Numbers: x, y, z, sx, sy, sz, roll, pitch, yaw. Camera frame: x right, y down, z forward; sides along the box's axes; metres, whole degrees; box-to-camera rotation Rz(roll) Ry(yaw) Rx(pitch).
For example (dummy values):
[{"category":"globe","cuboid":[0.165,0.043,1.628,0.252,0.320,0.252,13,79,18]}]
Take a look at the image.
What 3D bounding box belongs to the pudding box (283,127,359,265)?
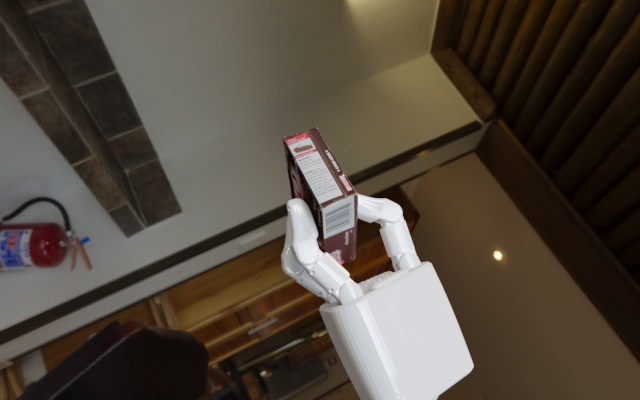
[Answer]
[{"category":"pudding box","cuboid":[0.000,0.001,0.457,0.039,0.090,0.114,-20,-35,-14]}]
